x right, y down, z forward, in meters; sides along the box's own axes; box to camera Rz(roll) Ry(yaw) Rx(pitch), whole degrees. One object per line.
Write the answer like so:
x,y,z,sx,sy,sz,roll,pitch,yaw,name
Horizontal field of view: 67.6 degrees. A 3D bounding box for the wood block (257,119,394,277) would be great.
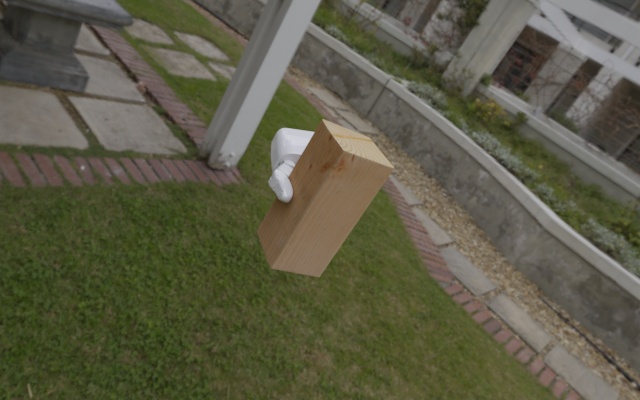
0.000,0.002,0.689,0.091,0.206,0.090,16,28,-32,wood block
